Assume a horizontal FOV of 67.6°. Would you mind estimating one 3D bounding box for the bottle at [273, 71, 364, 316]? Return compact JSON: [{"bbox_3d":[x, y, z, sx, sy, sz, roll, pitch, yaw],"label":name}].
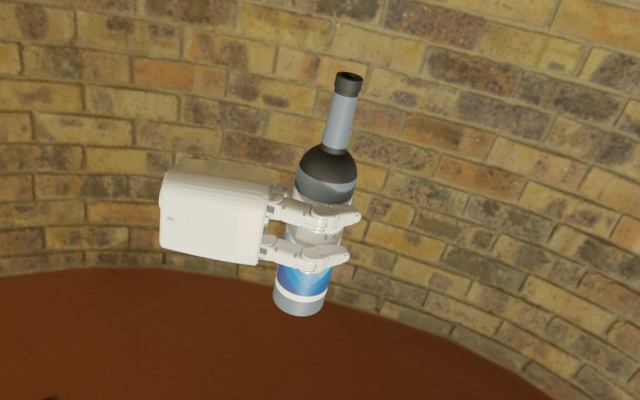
[{"bbox_3d":[0.000,0.002,0.541,0.069,0.296,0.069,10,31,-6],"label":"bottle"}]
